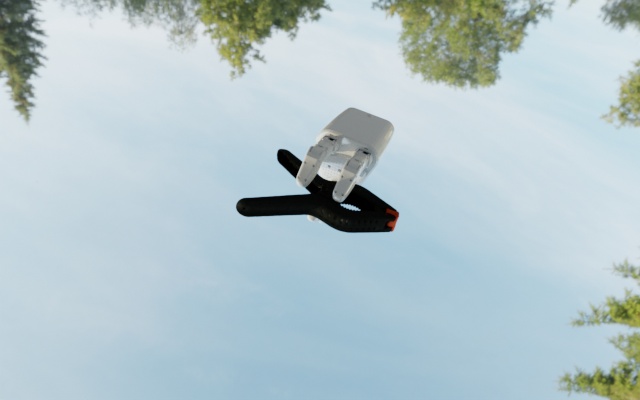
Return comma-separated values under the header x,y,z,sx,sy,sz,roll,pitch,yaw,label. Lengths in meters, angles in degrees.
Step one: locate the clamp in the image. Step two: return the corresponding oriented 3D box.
x,y,z,sx,sy,sz,roll,pitch,yaw,label
0.001,0.003,0.652,0.210,0.036,0.164,22,37,12,clamp
